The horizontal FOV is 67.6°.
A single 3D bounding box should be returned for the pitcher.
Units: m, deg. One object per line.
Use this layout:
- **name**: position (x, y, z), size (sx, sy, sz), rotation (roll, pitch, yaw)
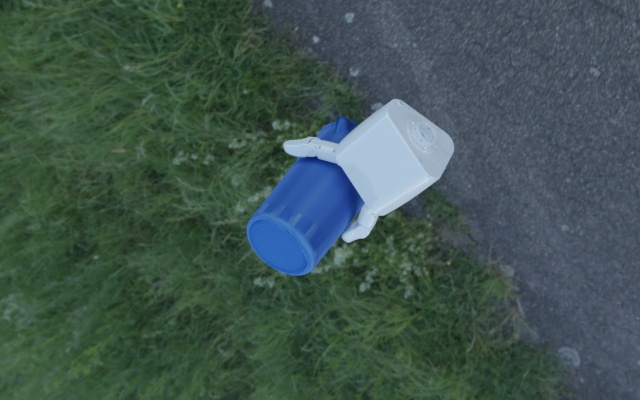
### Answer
- **pitcher**: position (0.000, 0.002, 0.720), size (0.145, 0.149, 0.242), rotation (-33, 14, 47)
